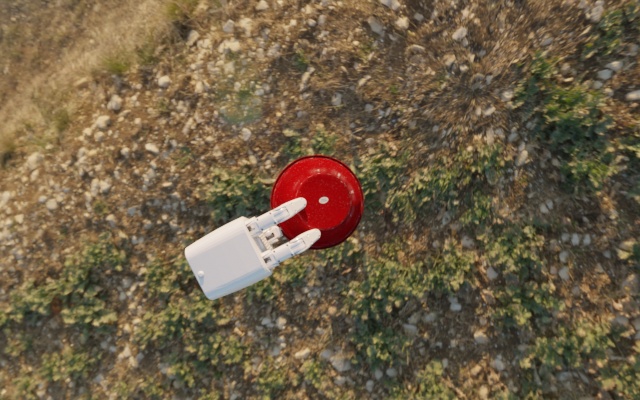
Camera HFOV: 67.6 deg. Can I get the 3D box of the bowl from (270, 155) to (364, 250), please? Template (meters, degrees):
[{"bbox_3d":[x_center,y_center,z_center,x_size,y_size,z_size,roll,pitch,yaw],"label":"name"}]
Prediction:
[{"bbox_3d":[0.001,0.002,0.785,0.162,0.162,0.055,0,-1,-10],"label":"bowl"}]
